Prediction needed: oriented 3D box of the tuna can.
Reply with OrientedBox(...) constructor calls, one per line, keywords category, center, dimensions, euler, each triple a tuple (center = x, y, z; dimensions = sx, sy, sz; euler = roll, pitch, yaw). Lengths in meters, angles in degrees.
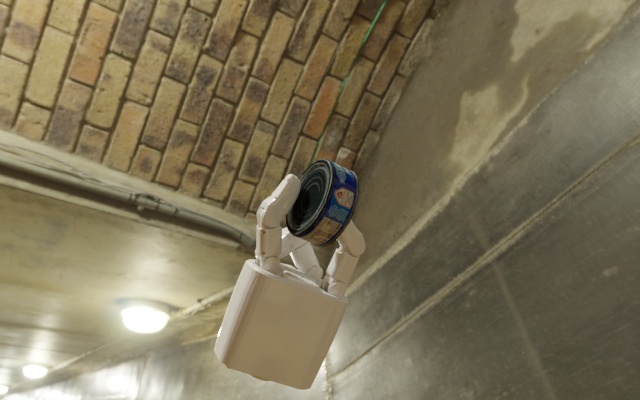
OrientedBox(category="tuna can", center=(0.000, 0.001, 0.486), dimensions=(0.034, 0.086, 0.086), euler=(25, -12, -27))
